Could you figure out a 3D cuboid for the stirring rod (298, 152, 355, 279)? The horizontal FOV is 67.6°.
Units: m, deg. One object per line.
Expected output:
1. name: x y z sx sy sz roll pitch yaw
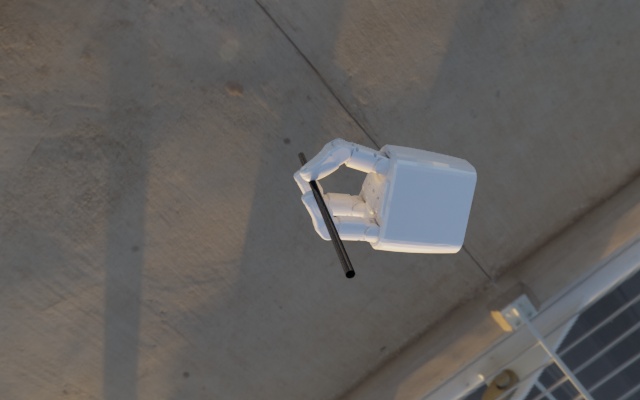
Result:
1. stirring rod: 0.000 0.001 0.479 0.011 0.011 0.239 0 28 -13
